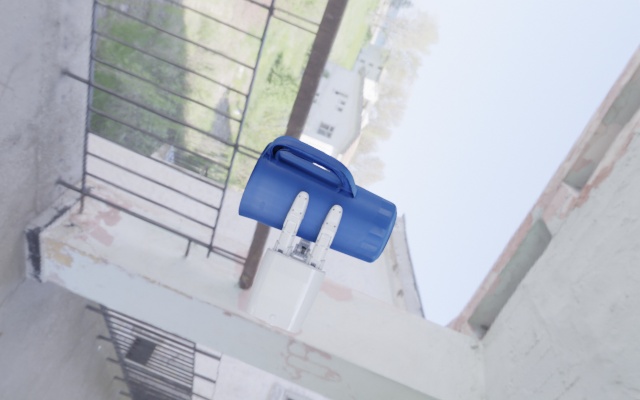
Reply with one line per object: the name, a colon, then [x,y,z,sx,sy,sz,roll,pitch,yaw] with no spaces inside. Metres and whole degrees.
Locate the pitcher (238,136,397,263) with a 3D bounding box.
pitcher: [0.000,0.003,0.780,0.243,0.145,0.149,23,-1,0]
